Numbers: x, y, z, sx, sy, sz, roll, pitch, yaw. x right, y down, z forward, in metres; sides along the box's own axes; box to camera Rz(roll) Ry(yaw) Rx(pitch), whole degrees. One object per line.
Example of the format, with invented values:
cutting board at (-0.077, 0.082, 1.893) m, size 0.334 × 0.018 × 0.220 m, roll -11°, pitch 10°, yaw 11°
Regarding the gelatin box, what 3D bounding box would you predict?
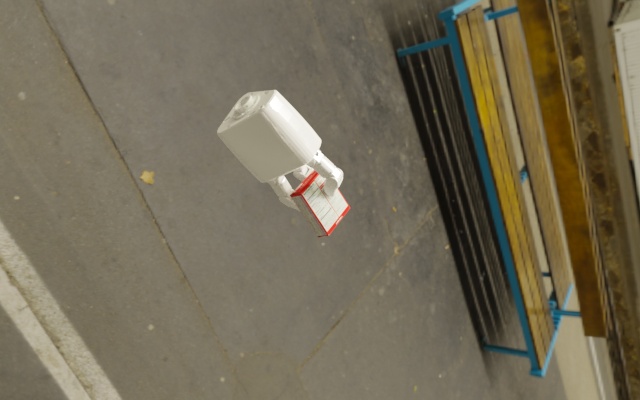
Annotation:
gelatin box at (0.001, 0.003, 0.774) m, size 0.030 × 0.089 × 0.073 m, roll -12°, pitch 29°, yaw 46°
